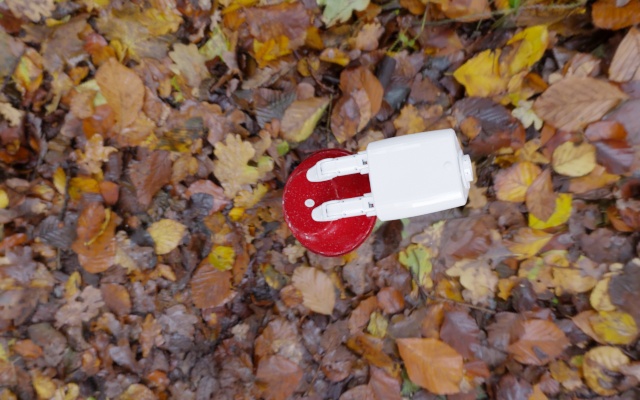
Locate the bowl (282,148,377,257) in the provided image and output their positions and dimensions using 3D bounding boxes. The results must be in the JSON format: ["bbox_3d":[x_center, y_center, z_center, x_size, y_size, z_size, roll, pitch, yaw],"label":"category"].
[{"bbox_3d":[-0.001,0.003,0.684,0.162,0.162,0.055,0,-2,33],"label":"bowl"}]
